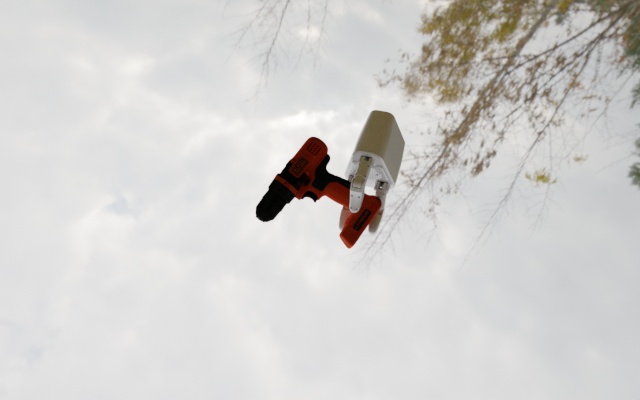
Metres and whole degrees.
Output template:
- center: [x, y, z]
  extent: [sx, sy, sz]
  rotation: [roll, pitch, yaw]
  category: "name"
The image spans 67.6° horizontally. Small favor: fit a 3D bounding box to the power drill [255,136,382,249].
- center: [0.001, 0.003, 0.859]
  extent: [0.187, 0.184, 0.057]
  rotation: [37, -7, 1]
  category: "power drill"
